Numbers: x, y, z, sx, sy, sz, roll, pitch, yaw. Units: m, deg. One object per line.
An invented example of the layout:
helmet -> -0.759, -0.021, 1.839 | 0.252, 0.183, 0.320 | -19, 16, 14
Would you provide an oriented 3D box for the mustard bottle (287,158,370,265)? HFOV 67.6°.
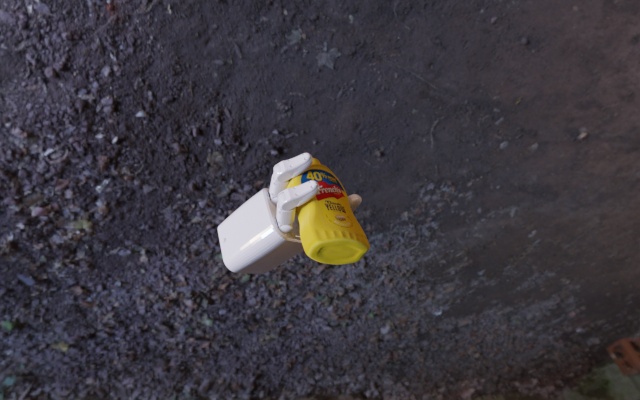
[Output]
mustard bottle -> 0.000, 0.002, 0.706 | 0.096, 0.191, 0.058 | 9, -47, -32
